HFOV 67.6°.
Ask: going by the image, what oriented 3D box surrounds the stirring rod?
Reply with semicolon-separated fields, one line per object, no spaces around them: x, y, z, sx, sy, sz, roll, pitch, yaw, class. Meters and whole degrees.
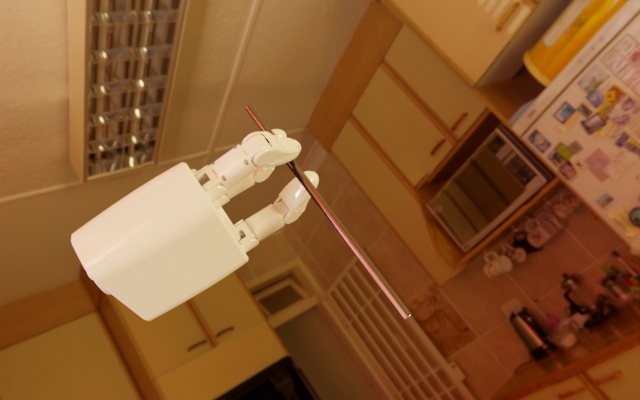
0.000;0.001;0.415;0.011;0.239;0.011;-32;-20;-13;stirring rod
